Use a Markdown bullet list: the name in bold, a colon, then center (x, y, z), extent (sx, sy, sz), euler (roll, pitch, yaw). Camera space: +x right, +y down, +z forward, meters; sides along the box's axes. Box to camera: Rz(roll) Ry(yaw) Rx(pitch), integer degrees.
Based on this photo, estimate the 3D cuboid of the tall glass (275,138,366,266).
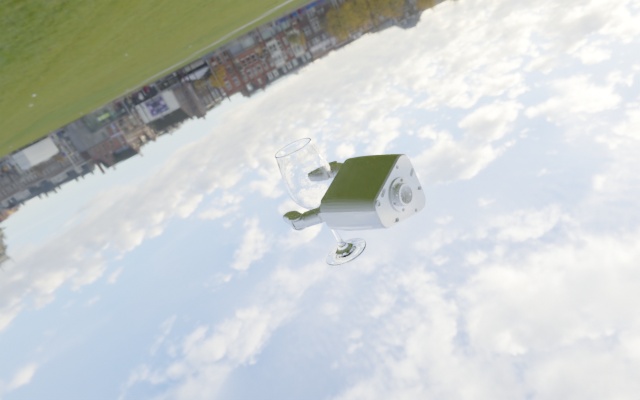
- **tall glass**: center (0.000, 0.003, 0.758), extent (0.079, 0.201, 0.079), euler (-24, 20, 9)
